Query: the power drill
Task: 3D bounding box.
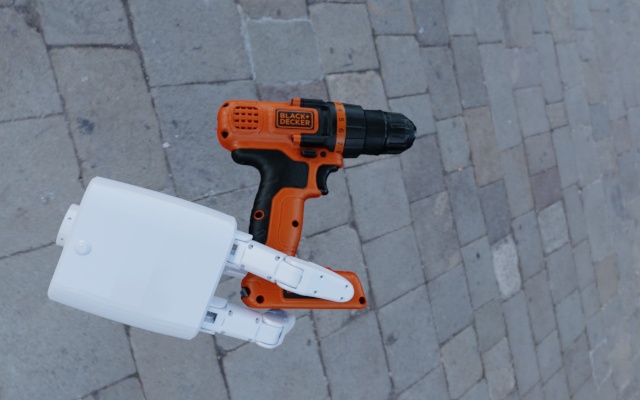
[{"bbox_3d":[0.000,0.002,0.424,0.184,0.187,0.057,1,-13,-9],"label":"power drill"}]
